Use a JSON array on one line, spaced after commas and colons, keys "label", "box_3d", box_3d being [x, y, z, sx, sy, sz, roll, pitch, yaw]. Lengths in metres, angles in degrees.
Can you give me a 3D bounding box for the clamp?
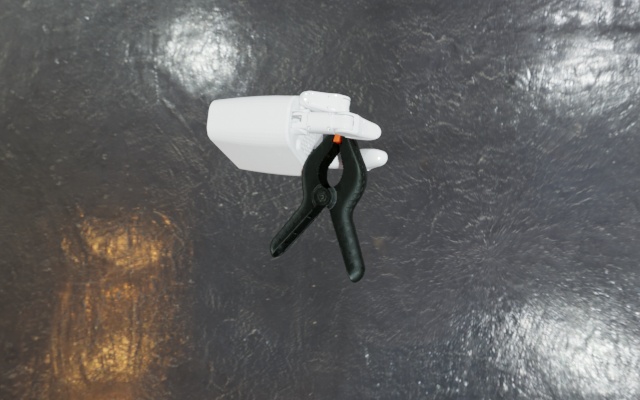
[{"label": "clamp", "box_3d": [0.000, 0.002, 0.547, 0.120, 0.171, 0.039, 4, -5, 21]}]
